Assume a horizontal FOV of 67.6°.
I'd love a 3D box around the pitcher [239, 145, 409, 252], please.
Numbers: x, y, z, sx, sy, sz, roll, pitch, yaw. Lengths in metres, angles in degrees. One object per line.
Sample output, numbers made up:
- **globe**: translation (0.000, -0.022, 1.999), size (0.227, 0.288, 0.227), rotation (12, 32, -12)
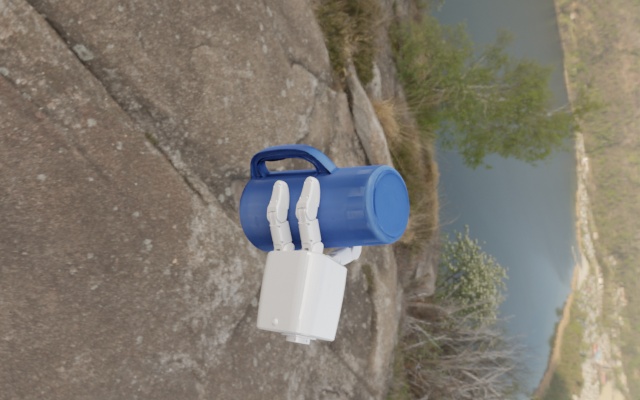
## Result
- **pitcher**: translation (0.000, 0.003, 0.711), size (0.243, 0.145, 0.149), rotation (-5, -22, 40)
